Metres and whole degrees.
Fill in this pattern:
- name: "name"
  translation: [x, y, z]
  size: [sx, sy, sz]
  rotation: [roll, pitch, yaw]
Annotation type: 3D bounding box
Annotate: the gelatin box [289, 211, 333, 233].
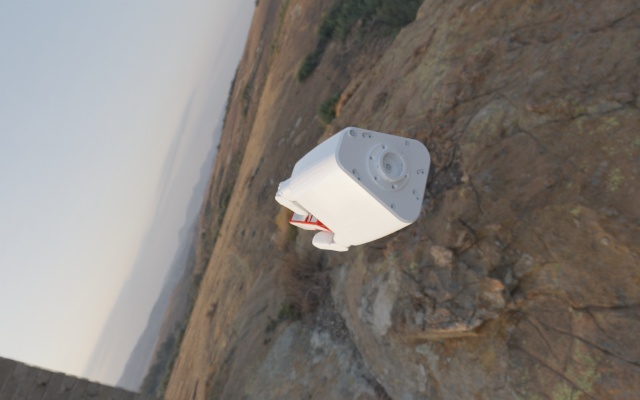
- name: "gelatin box"
  translation: [0.000, 0.002, 0.629]
  size: [0.030, 0.073, 0.089]
  rotation: [26, -12, -24]
